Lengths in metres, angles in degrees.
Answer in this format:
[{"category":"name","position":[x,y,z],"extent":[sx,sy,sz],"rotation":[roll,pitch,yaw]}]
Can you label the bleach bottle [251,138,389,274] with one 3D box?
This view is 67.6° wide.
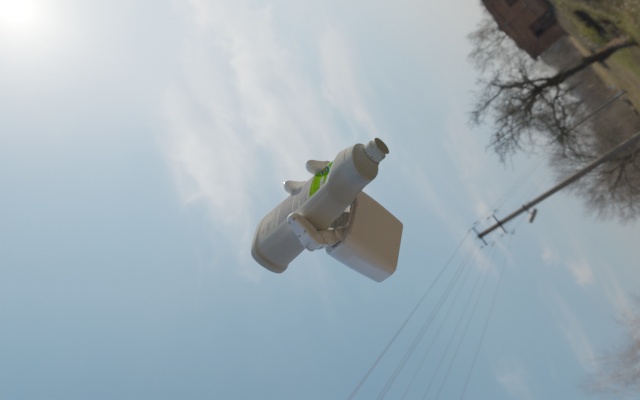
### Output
[{"category":"bleach bottle","position":[0.000,0.002,0.696],"extent":[0.068,0.102,0.251],"rotation":[35,-56,-22]}]
